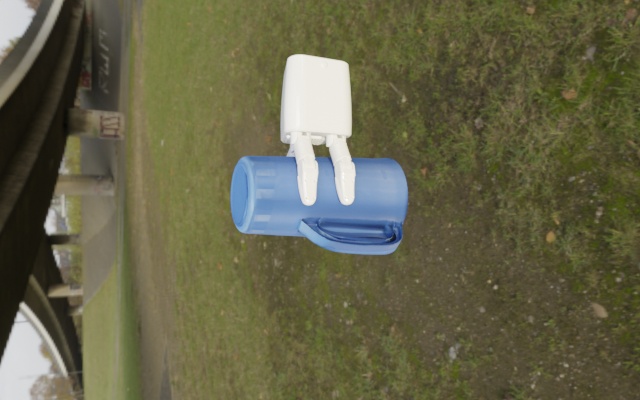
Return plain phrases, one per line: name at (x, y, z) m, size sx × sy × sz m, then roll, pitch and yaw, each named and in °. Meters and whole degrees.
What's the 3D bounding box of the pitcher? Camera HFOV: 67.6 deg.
pitcher at (0.000, 0.002, 0.700) m, size 0.243 × 0.145 × 0.149 m, roll 2°, pitch -1°, yaw -24°
